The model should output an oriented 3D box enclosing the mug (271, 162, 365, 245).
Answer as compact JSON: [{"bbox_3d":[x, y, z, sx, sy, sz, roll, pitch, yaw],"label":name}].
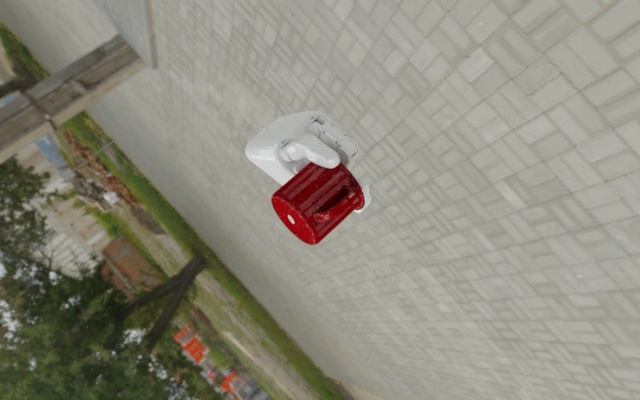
[{"bbox_3d":[0.001,0.002,0.578,0.081,0.093,0.117,-42,25,-20],"label":"mug"}]
